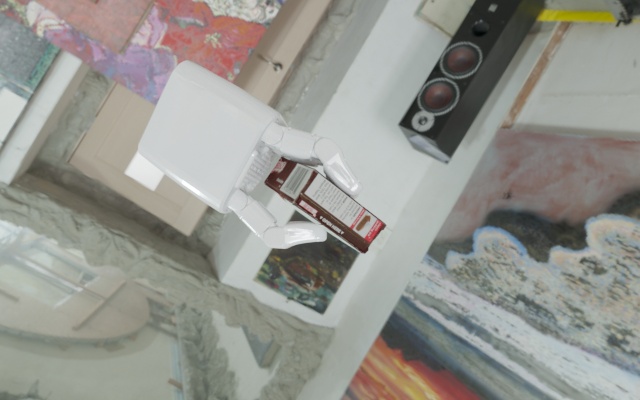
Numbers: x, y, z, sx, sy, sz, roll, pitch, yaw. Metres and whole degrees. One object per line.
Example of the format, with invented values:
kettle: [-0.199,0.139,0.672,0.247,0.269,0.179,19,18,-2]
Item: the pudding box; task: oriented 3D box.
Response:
pudding box: [0.000,0.002,0.466,0.090,0.039,0.113,36,-1,-22]
